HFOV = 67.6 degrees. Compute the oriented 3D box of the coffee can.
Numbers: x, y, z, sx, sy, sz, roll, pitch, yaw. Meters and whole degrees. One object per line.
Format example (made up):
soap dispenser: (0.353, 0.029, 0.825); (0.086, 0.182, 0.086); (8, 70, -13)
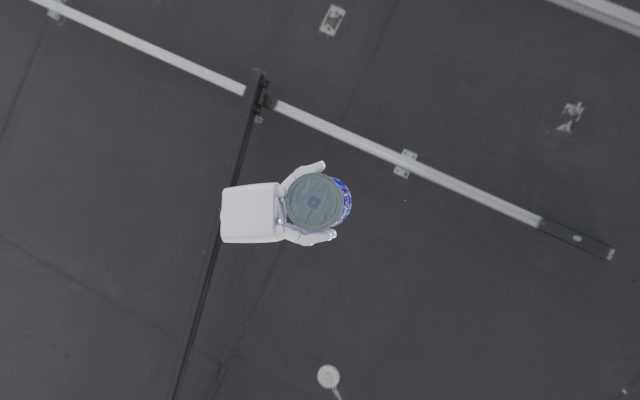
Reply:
coffee can: (0.000, 0.003, 0.892); (0.103, 0.103, 0.140); (0, 0, 10)
